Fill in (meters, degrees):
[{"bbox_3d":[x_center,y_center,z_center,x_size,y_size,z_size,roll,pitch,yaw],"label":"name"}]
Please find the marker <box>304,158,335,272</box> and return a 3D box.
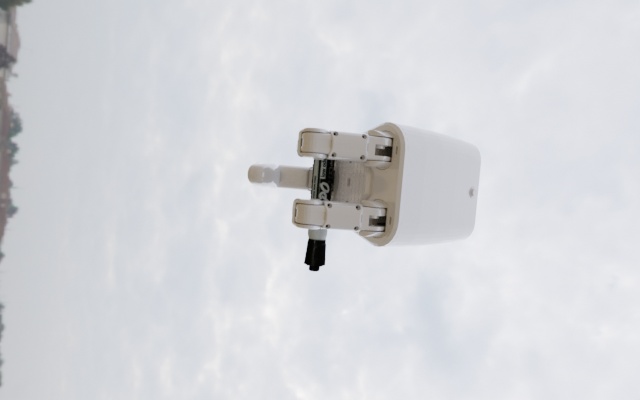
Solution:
[{"bbox_3d":[0.000,0.001,0.414,0.020,0.121,0.020,5,3,0],"label":"marker"}]
